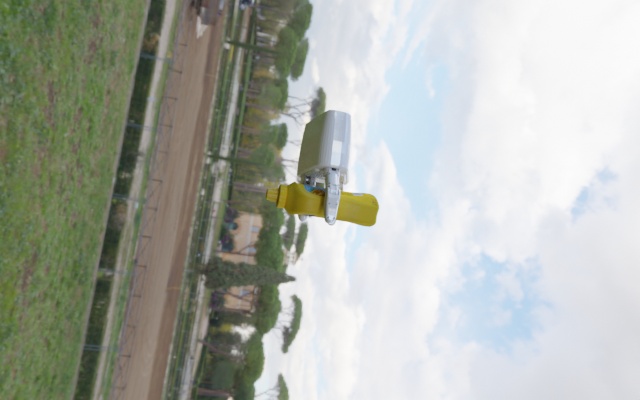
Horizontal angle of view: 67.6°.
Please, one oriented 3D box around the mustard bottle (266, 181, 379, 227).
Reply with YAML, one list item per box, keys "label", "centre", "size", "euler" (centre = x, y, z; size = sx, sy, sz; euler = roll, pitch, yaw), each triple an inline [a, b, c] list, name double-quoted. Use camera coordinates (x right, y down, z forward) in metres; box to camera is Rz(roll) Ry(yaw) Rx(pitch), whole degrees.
- label: "mustard bottle"
  centre: [0.000, 0.003, 0.837]
  size: [0.191, 0.058, 0.096]
  euler: [9, 11, -11]
